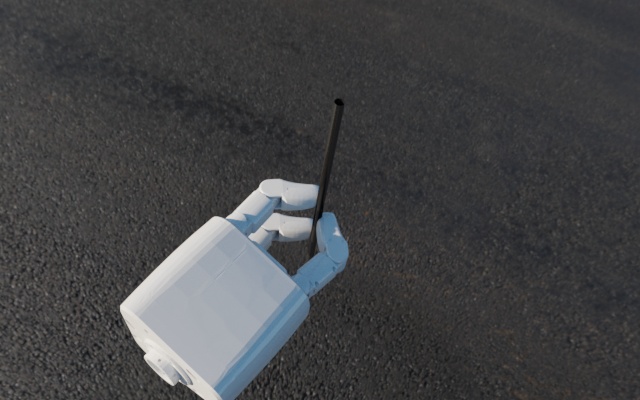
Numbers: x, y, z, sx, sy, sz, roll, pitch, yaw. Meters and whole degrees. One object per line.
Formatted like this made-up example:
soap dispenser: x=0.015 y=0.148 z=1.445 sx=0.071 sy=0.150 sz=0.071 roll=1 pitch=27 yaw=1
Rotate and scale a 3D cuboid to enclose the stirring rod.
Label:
stirring rod: x=0.000 y=0.002 z=0.440 sx=0.011 sy=0.011 sz=0.240 roll=0 pitch=-37 yaw=-8
